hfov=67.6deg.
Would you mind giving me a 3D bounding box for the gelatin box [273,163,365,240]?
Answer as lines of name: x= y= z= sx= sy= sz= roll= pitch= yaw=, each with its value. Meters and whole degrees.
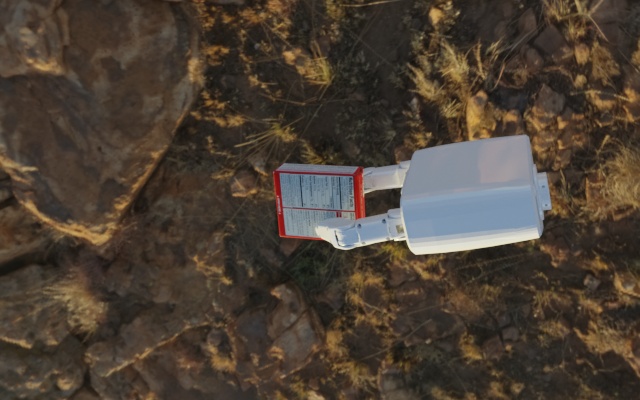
gelatin box: x=0.000 y=0.002 z=0.484 sx=0.089 sy=0.073 sz=0.030 roll=3 pitch=23 yaw=18
